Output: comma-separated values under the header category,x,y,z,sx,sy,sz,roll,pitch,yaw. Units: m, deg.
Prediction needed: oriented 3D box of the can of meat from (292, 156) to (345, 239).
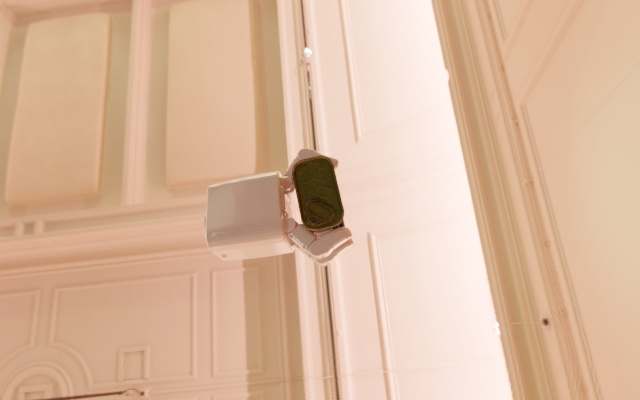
category,x,y,z,sx,sy,sz,roll,pitch,yaw
can of meat,0.000,0.002,0.666,0.057,0.102,0.084,-13,-20,1
